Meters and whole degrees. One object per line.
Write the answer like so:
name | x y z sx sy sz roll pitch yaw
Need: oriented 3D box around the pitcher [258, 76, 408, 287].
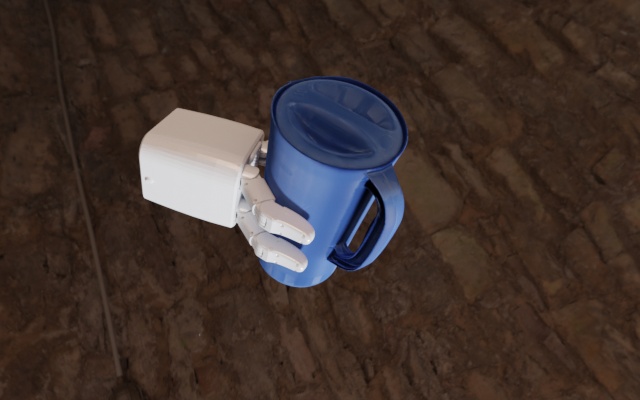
pitcher | 0.000 0.002 0.529 0.145 0.149 0.243 16 -42 -2
